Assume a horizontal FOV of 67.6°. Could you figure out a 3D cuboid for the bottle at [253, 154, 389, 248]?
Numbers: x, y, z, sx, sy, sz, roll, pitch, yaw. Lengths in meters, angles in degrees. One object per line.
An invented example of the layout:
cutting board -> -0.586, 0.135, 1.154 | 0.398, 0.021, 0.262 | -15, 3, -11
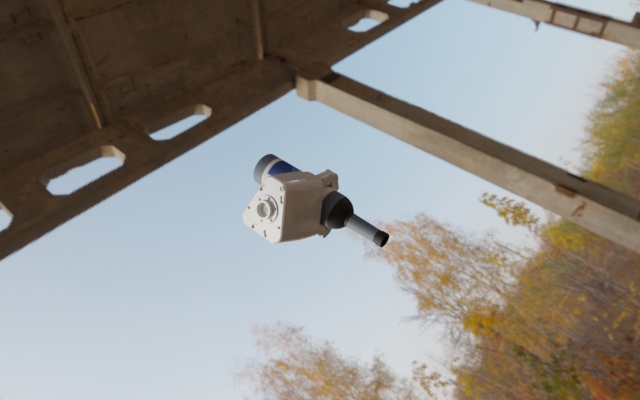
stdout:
bottle -> 0.000, 0.003, 0.892 | 0.295, 0.069, 0.069 | 31, 16, 28
